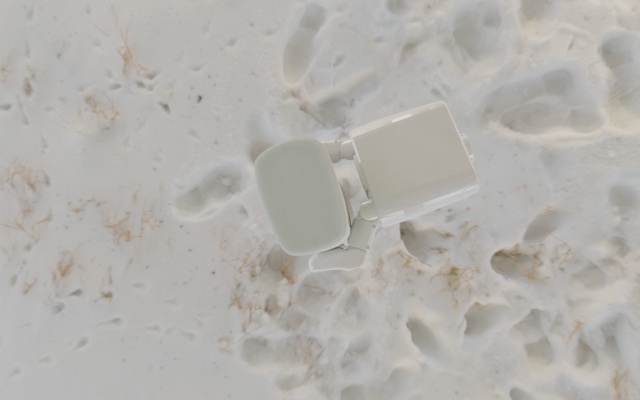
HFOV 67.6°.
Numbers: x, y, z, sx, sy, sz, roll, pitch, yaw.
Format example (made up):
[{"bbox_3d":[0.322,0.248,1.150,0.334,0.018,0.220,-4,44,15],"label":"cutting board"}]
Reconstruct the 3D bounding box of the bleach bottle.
[{"bbox_3d":[0.000,0.002,0.523,0.068,0.102,0.251,-18,-4,7],"label":"bleach bottle"}]
